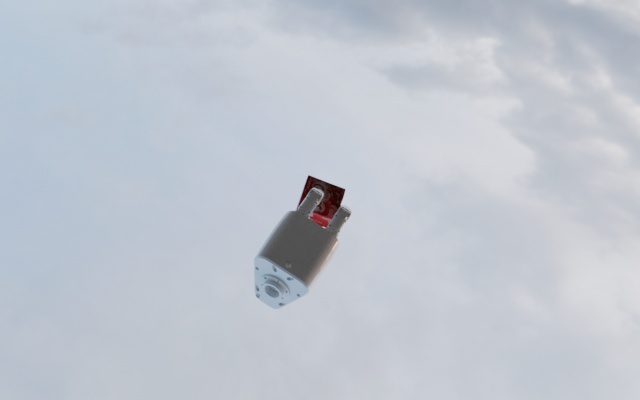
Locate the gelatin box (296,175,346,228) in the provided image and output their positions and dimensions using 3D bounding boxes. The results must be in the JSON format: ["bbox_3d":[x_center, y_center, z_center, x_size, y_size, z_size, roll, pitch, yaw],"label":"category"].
[{"bbox_3d":[0.000,0.003,0.836,0.073,0.030,0.089,21,42,-4],"label":"gelatin box"}]
